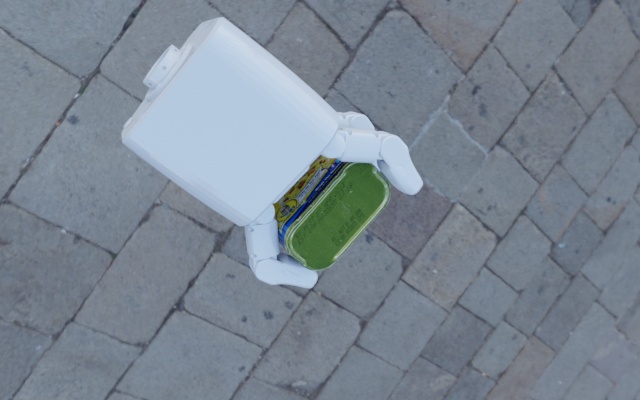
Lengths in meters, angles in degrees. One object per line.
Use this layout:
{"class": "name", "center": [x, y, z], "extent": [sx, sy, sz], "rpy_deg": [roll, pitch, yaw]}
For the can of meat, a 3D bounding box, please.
{"class": "can of meat", "center": [0.000, 0.002, 0.408], "extent": [0.057, 0.102, 0.084], "rpy_deg": [43, -2, -28]}
